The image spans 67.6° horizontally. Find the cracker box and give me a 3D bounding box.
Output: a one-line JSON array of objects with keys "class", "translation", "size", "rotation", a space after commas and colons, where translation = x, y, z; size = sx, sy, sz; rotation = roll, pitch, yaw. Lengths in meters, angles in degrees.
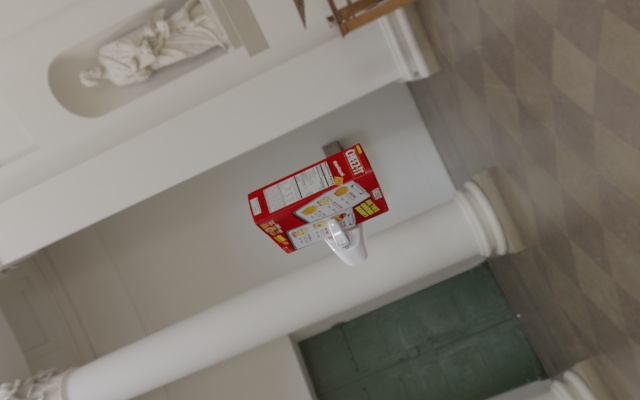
[{"class": "cracker box", "translation": [0.000, 0.003, 0.852], "size": [0.214, 0.072, 0.164], "rotation": [-24, -29, 6]}]
